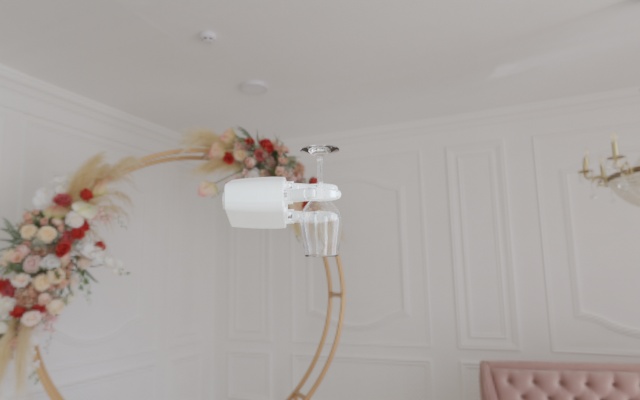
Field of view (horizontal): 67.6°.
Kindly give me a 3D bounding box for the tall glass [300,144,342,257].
[{"bbox_3d":[0.000,0.002,0.883,0.079,0.201,0.079,-1,-9,0],"label":"tall glass"}]
